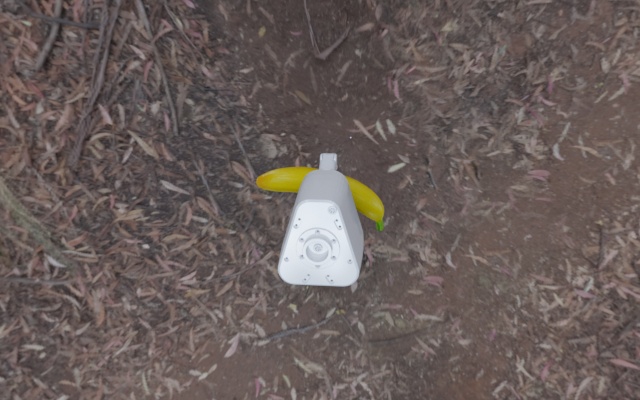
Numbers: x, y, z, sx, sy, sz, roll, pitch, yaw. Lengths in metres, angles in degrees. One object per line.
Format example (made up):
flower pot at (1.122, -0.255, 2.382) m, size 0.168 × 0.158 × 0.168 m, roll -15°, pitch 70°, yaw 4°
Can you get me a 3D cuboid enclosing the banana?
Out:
banana at (0.010, -0.011, 0.666) m, size 0.198 × 0.070 × 0.037 m, roll 21°, pitch 32°, yaw -6°
